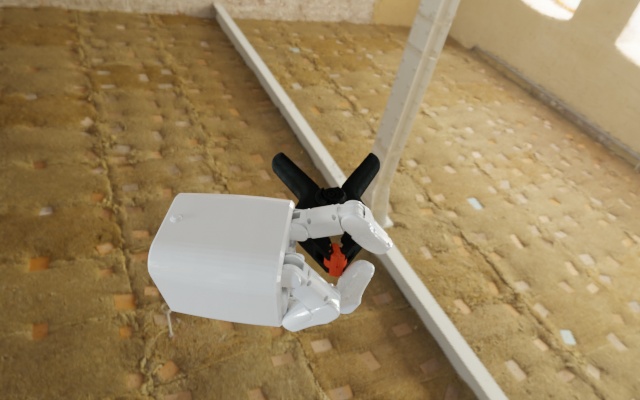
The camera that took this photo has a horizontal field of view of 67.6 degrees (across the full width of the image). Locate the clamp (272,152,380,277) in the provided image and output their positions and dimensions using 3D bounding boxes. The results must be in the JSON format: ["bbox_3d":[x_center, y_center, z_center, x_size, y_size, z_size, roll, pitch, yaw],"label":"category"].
[{"bbox_3d":[0.000,0.002,0.486,0.120,0.039,0.171,1,38,7],"label":"clamp"}]
